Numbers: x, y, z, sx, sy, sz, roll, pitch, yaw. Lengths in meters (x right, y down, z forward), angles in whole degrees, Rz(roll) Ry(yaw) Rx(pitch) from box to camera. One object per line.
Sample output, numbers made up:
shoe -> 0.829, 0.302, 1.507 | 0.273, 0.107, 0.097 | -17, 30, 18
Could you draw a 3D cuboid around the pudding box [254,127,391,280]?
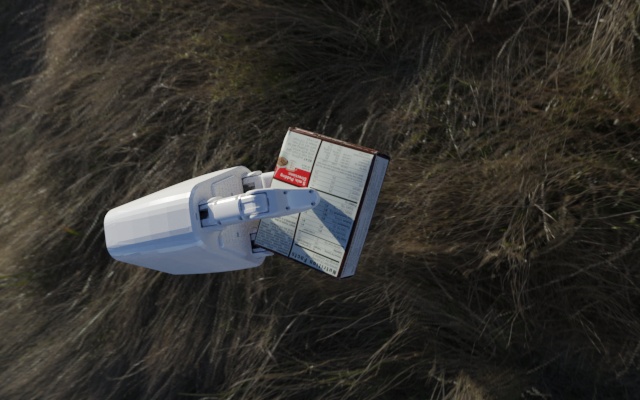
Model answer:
pudding box -> 0.000, 0.001, 0.415 | 0.090, 0.113, 0.039 | 19, 8, 24
